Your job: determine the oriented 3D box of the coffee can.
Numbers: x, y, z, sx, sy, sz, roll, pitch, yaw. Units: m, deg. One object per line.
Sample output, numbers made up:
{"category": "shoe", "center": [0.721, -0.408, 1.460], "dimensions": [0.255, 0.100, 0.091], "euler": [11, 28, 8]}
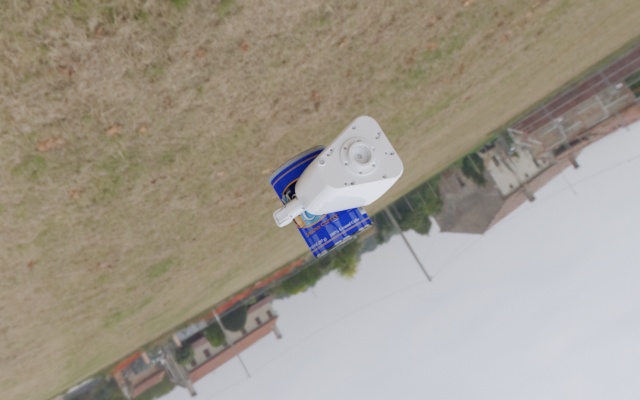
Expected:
{"category": "coffee can", "center": [0.000, 0.002, 0.721], "dimensions": [0.103, 0.140, 0.103], "euler": [-31, -6, -4]}
